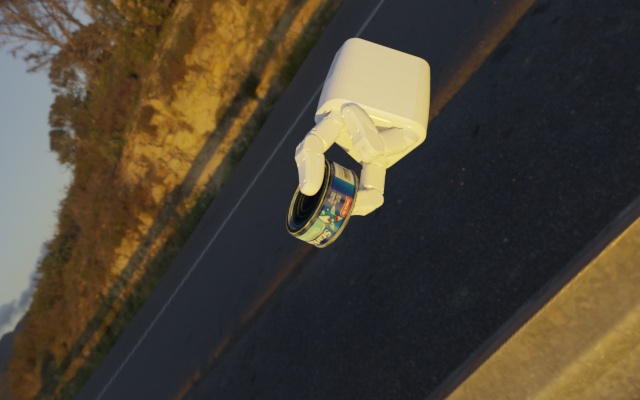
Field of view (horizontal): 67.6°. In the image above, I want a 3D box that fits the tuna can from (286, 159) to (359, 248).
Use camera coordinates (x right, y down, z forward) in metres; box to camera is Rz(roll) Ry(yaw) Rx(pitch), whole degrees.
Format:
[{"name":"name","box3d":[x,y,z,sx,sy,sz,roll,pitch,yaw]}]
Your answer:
[{"name":"tuna can","box3d":[0.000,0.001,0.481,0.034,0.086,0.086,25,-10,-22]}]
